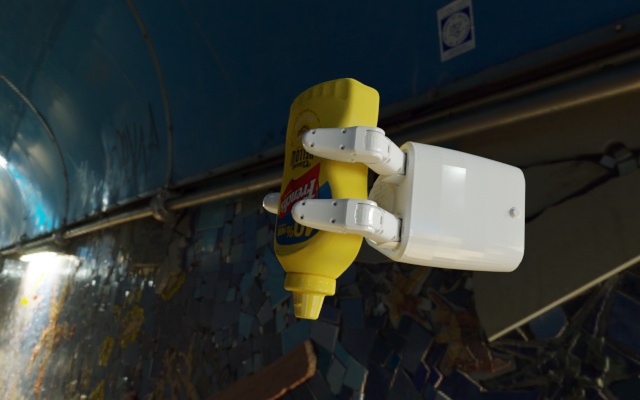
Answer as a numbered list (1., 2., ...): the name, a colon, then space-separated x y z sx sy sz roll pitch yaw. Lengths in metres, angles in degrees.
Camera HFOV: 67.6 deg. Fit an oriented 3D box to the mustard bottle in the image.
1. mustard bottle: 0.000 0.001 0.402 0.058 0.191 0.096 16 -16 -35
